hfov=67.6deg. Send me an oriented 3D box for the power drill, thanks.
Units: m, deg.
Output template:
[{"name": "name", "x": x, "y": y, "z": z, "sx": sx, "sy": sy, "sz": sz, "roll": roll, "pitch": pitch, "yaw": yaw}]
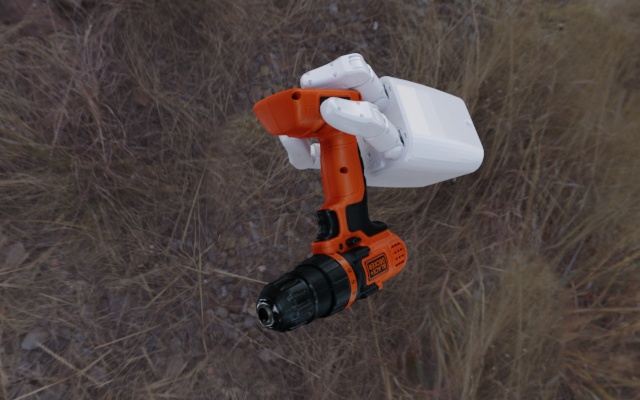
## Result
[{"name": "power drill", "x": 0.000, "y": 0.001, "z": 0.413, "sx": 0.057, "sy": 0.187, "sz": 0.184, "roll": -9, "pitch": 4, "yaw": 38}]
